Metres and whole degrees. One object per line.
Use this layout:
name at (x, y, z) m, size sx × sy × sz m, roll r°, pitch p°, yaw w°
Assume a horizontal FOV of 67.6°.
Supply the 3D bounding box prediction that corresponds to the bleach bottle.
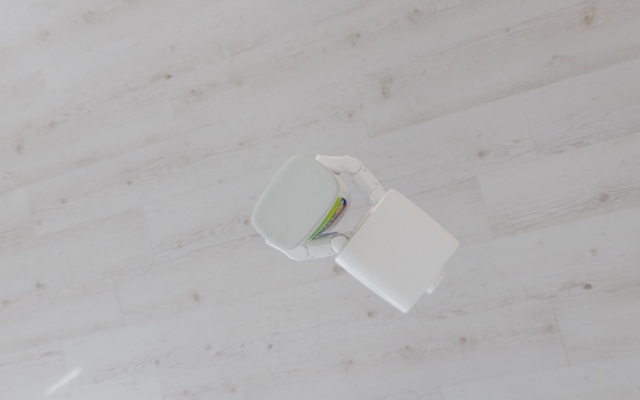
bleach bottle at (0.000, 0.002, 0.609) m, size 0.068 × 0.102 × 0.251 m, roll 39°, pitch 9°, yaw 10°
